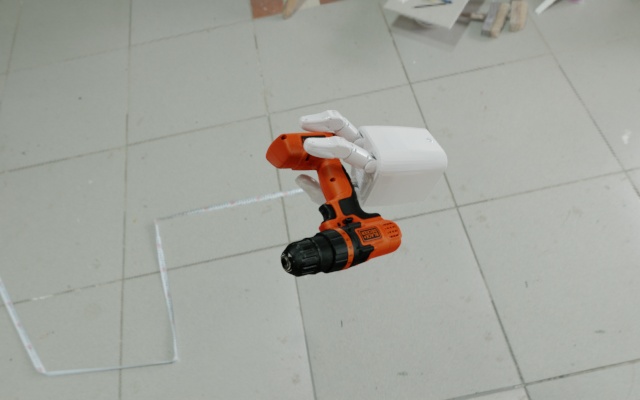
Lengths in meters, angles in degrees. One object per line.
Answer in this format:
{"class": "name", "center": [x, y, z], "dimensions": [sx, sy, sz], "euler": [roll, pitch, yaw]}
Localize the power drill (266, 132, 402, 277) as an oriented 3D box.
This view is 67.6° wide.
{"class": "power drill", "center": [0.000, 0.002, 0.609], "dimensions": [0.184, 0.187, 0.057], "euler": [-8, -26, -42]}
